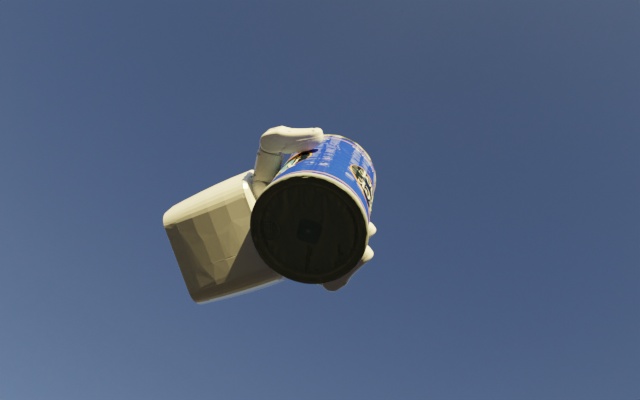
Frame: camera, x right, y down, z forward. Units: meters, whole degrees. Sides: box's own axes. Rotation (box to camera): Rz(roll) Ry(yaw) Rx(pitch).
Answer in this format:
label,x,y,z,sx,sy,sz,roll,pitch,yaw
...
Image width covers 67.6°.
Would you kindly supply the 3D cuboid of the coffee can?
label,x,y,z,sx,sy,sz,roll,pitch,yaw
coffee can,0.000,0.001,0.468,0.103,0.103,0.140,0,21,10
